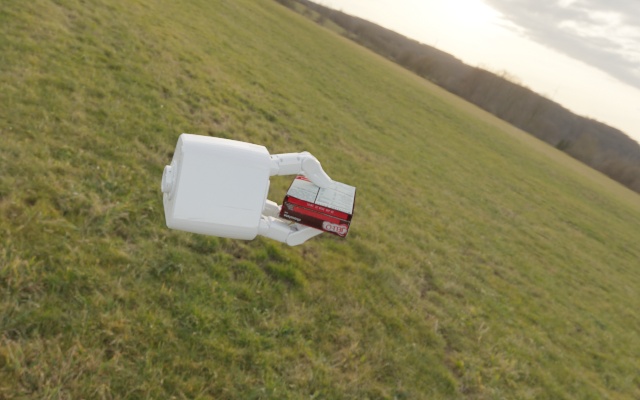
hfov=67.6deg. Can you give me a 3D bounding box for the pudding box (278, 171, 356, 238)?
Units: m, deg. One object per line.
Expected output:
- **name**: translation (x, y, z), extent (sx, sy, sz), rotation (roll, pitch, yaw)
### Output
- **pudding box**: translation (0.000, 0.002, 0.640), extent (0.090, 0.039, 0.113), rotation (18, 23, 0)
